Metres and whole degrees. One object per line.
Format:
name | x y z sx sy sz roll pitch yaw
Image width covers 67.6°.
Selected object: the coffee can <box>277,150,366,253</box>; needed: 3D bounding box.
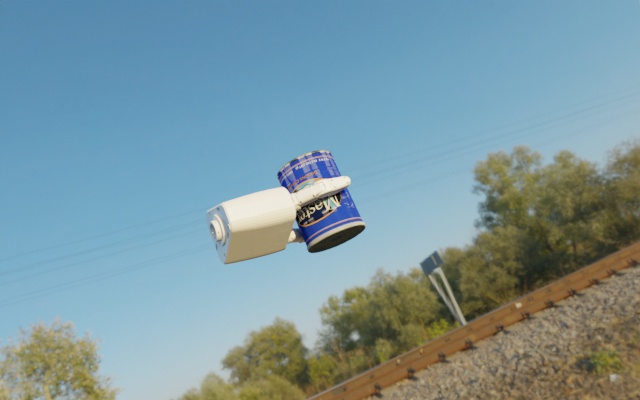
coffee can | 0.000 0.003 0.795 0.103 0.140 0.103 -22 -17 -7
